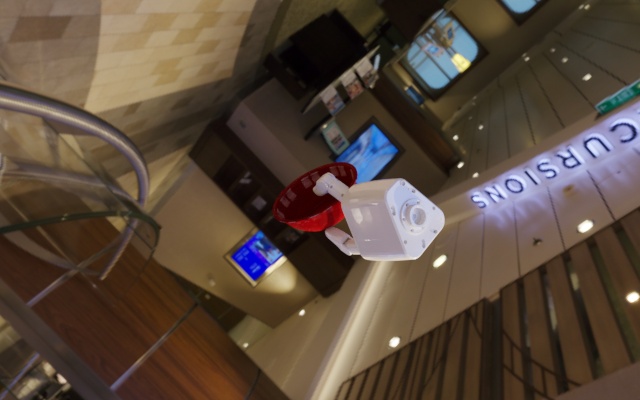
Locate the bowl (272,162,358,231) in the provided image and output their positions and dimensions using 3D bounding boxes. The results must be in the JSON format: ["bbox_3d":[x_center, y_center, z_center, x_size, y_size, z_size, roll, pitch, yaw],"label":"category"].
[{"bbox_3d":[0.000,0.003,0.823,0.162,0.055,0.162,-23,29,13],"label":"bowl"}]
